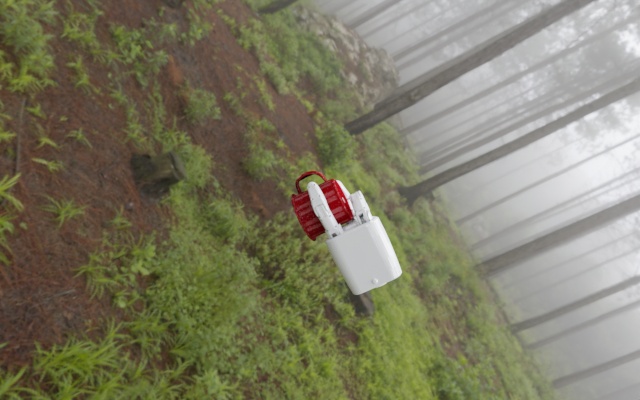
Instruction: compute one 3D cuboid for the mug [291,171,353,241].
[{"bbox_3d":[0.000,0.001,0.843,0.081,0.117,0.093,-25,4,9],"label":"mug"}]
